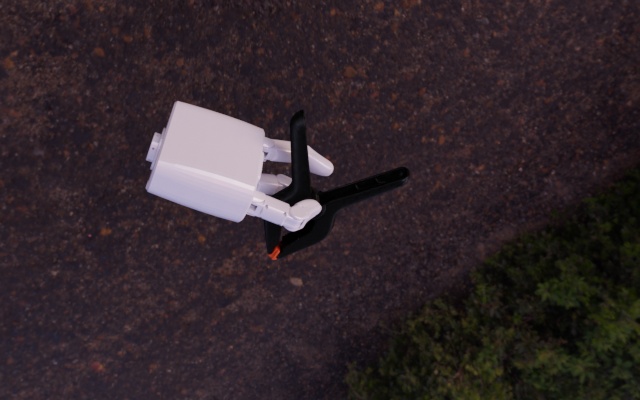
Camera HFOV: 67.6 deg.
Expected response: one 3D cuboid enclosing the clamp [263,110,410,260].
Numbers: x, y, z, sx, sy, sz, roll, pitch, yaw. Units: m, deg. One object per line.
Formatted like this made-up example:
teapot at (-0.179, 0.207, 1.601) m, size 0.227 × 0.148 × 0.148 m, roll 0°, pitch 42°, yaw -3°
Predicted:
clamp at (0.000, 0.003, 0.601) m, size 0.164 × 0.210 × 0.036 m, roll 20°, pitch 34°, yaw -18°
